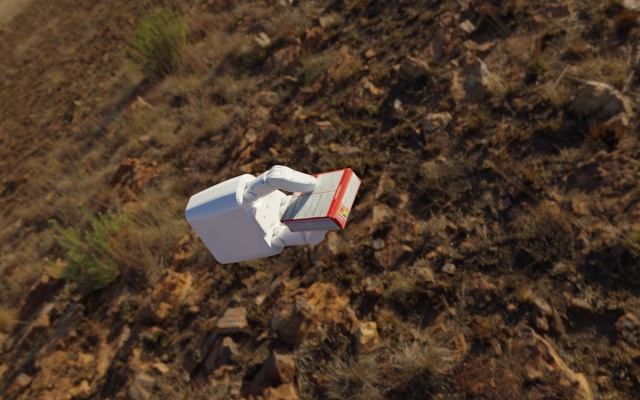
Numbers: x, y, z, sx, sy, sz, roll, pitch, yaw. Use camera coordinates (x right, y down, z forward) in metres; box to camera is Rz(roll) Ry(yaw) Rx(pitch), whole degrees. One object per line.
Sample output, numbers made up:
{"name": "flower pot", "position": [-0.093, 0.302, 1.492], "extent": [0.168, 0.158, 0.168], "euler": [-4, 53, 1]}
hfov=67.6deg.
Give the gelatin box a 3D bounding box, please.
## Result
{"name": "gelatin box", "position": [0.000, 0.002, 0.598], "extent": [0.089, 0.073, 0.030], "euler": [-8, -42, 43]}
